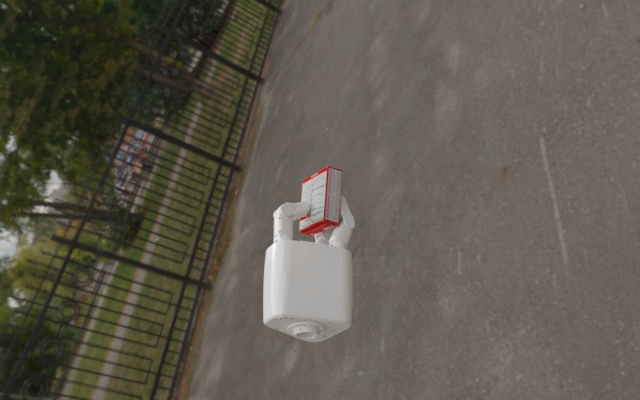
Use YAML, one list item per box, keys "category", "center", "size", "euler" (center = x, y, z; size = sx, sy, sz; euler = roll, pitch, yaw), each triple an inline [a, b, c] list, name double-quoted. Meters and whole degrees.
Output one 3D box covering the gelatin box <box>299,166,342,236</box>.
- category: "gelatin box"
  center: [0.000, 0.002, 0.717]
  size: [0.030, 0.089, 0.073]
  euler: [15, -24, -29]
